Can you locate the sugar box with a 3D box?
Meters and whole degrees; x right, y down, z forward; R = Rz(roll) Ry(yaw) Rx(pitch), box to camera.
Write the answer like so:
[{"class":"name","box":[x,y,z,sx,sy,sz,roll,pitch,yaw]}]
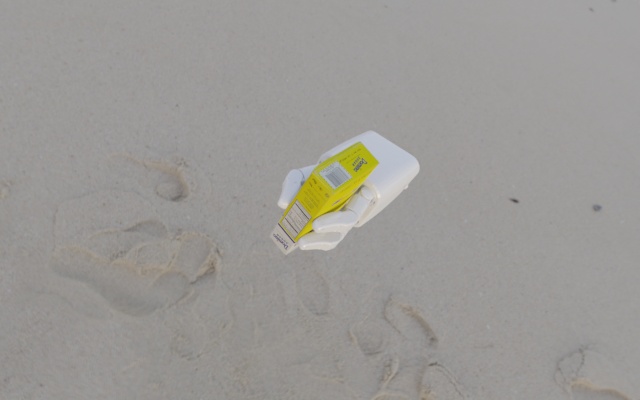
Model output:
[{"class":"sugar box","box":[0.001,0.002,0.643,0.093,0.048,0.176,-33,-14,-36]}]
